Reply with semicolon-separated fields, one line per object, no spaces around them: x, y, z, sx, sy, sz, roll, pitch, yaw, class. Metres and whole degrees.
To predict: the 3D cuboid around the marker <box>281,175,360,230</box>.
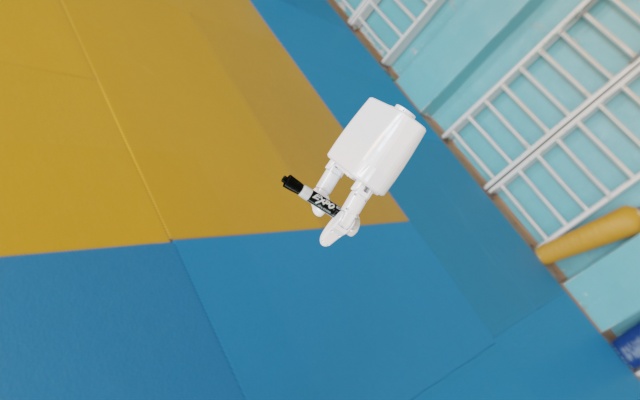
0.000;0.002;0.636;0.121;0.020;0.020;32;-11;-17;marker
